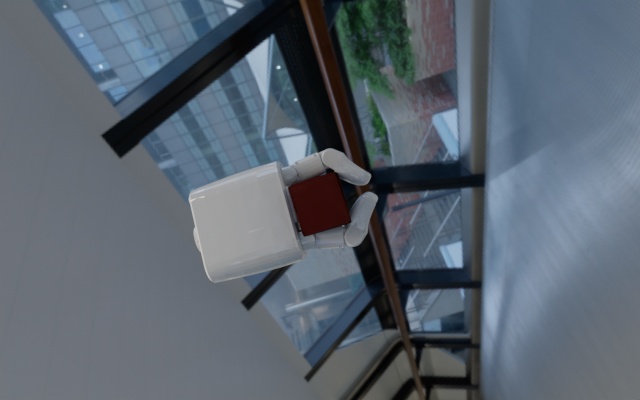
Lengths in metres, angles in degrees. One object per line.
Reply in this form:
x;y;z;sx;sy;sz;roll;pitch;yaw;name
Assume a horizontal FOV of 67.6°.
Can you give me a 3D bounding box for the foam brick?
0.000;0.002;0.499;0.051;0.053;0.078;-16;3;2;foam brick
